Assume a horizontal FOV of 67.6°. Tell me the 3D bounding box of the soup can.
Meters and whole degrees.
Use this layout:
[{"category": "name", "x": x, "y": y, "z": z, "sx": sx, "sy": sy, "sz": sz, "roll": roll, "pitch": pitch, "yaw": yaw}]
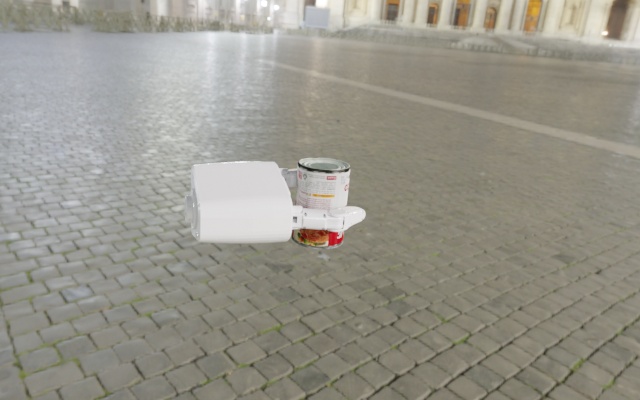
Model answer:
[{"category": "soup can", "x": 0.001, "y": 0.002, "z": 0.608, "sx": 0.068, "sy": 0.102, "sz": 0.068, "roll": 5, "pitch": 18, "yaw": -1}]
